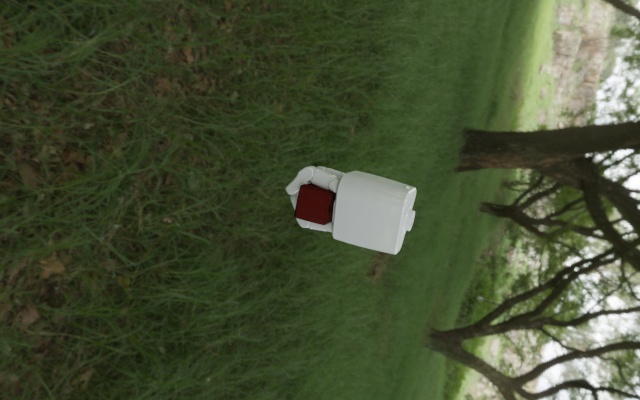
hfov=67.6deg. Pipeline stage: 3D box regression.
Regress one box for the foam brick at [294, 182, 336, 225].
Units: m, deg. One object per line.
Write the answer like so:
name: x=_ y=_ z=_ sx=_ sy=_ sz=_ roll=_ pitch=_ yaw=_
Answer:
foam brick: x=0.000 y=0.003 z=0.757 sx=0.051 sy=0.053 sz=0.078 roll=16 pitch=13 yaw=18
